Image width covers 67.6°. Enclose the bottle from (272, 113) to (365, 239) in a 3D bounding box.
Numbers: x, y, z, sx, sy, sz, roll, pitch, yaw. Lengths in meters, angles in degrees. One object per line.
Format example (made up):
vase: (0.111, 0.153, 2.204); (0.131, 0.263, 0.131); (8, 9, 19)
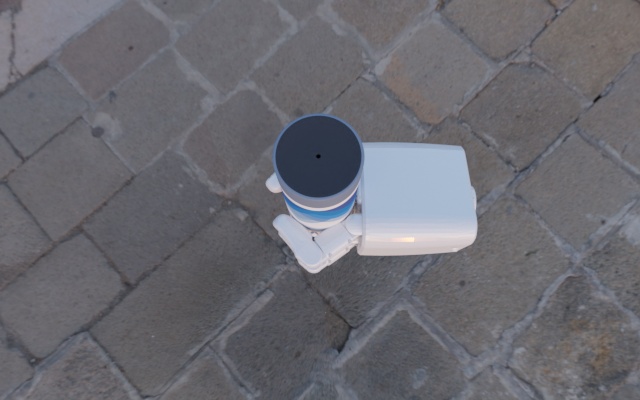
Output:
bottle: (0.000, 0.002, 0.485); (0.069, 0.069, 0.296); (0, -13, 1)
